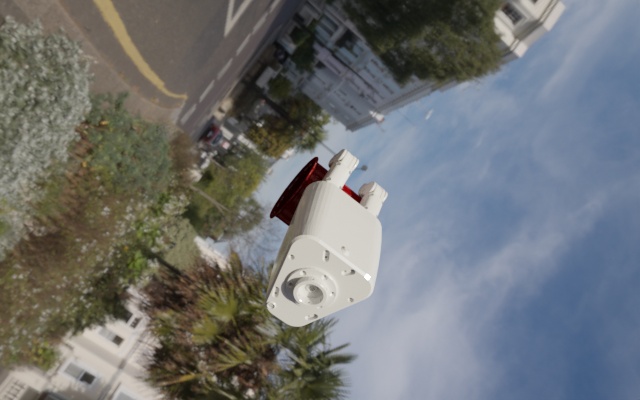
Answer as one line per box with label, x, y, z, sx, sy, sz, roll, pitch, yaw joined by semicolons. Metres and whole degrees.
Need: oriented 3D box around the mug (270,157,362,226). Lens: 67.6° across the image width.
mug;0.000;0.001;0.591;0.081;0.093;0.117;38;28;-11
